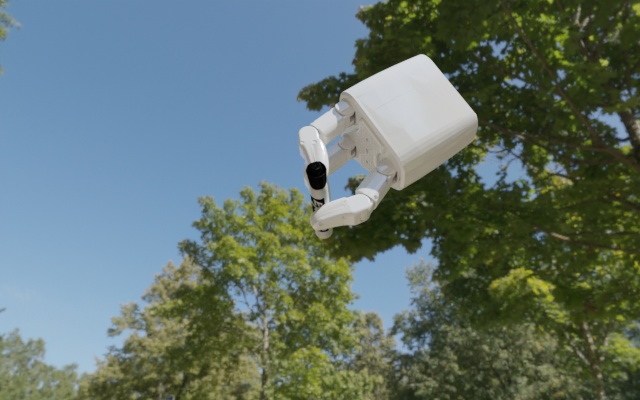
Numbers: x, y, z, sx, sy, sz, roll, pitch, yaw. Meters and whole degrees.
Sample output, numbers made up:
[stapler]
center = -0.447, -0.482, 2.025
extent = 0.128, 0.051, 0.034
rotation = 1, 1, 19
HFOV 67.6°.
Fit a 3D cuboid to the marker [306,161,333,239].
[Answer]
[marker]
center = 0.000, 0.002, 0.472
extent = 0.020, 0.020, 0.121
rotation = 0, -33, 4
